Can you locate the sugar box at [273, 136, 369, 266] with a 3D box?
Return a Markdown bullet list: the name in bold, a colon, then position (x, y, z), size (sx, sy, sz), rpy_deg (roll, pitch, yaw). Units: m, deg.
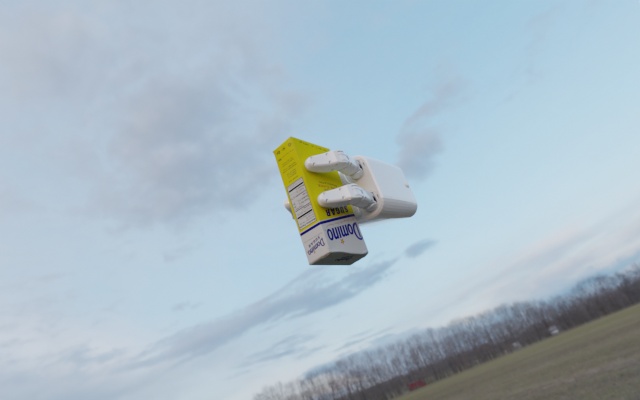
- **sugar box**: position (0.001, 0.002, 0.662), size (0.048, 0.176, 0.093), rpy_deg (-36, -26, 30)
